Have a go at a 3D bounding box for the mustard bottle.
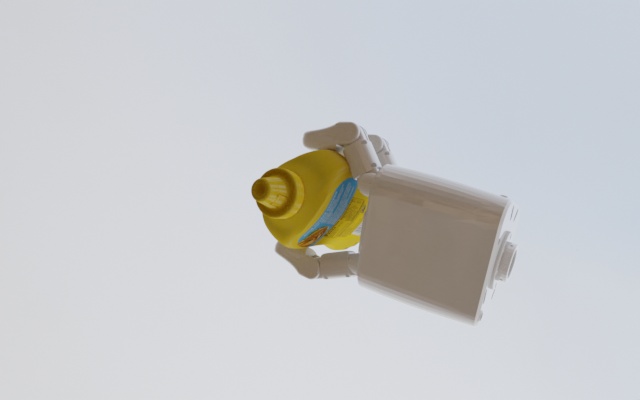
[{"bbox_3d":[0.000,0.001,0.444,0.058,0.096,0.191,44,15,24],"label":"mustard bottle"}]
